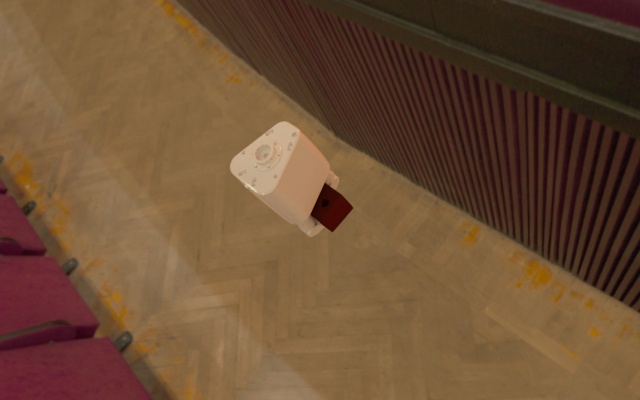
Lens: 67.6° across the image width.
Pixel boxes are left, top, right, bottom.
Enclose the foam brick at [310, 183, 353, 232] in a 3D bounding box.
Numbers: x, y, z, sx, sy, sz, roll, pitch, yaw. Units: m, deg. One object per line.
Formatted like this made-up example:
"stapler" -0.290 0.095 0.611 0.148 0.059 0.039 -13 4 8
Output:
"foam brick" 0.000 0.003 0.742 0.078 0.053 0.051 36 -5 32
